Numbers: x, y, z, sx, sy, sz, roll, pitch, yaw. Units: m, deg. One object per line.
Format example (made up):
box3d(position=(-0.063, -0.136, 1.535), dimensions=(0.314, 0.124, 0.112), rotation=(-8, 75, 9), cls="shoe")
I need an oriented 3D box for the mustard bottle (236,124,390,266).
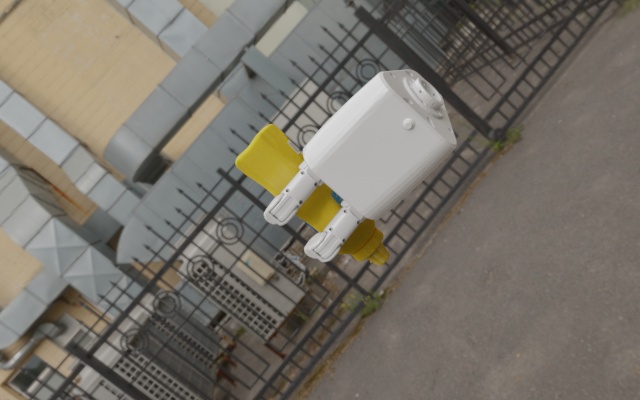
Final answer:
box3d(position=(0.000, 0.002, 0.512), dimensions=(0.191, 0.058, 0.096), rotation=(41, 7, -8), cls="mustard bottle")
